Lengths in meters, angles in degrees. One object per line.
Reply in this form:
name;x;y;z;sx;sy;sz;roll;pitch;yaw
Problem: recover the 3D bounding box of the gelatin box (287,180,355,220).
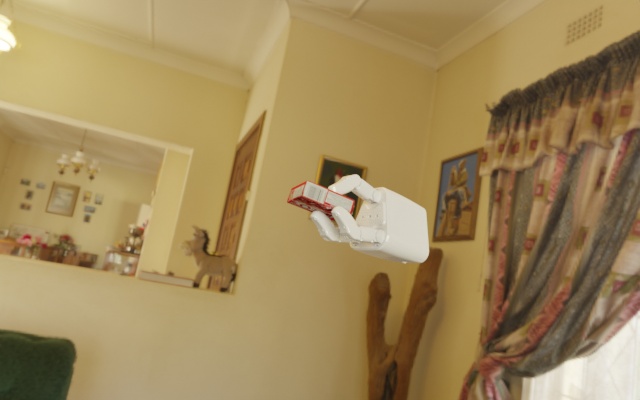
gelatin box;0.000;0.002;0.768;0.089;0.030;0.073;23;-16;-18
